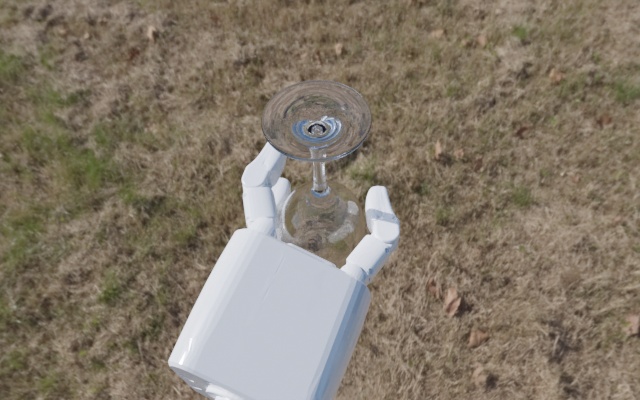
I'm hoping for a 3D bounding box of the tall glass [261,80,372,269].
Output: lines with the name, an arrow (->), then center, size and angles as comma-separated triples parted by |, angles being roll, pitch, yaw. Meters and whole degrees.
tall glass -> 0.000, 0.001, 0.400 | 0.079, 0.079, 0.201 | 0, -34, 2
